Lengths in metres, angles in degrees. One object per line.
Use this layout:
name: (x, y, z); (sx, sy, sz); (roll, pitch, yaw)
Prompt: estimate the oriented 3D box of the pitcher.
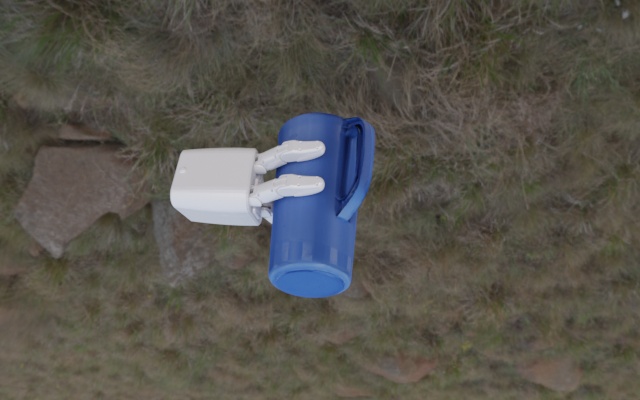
pitcher: (0.000, 0.002, 0.668); (0.145, 0.242, 0.149); (2, -32, 4)
